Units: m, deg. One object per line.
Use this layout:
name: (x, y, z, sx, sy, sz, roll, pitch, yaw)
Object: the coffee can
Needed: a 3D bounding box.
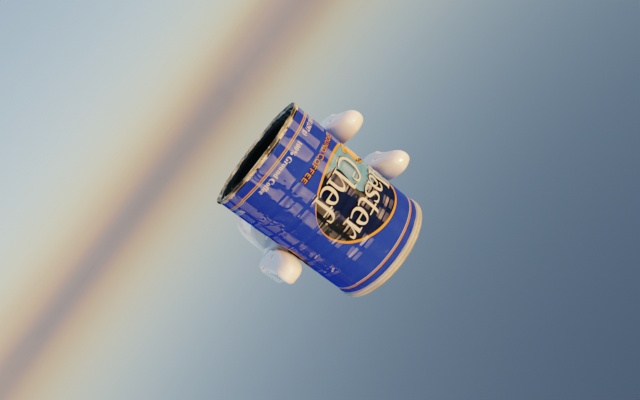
coffee can: (0.000, 0.001, 0.406, 0.140, 0.103, 0.103, 38, -12, -16)
